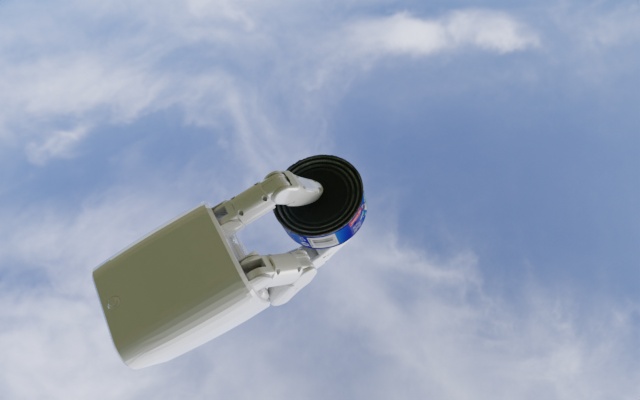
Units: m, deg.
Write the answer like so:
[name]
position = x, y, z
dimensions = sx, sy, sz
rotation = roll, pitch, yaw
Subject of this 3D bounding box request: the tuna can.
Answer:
[tuna can]
position = 0.000, 0.002, 0.447
dimensions = 0.086, 0.086, 0.034
rotation = 0, -29, 15
